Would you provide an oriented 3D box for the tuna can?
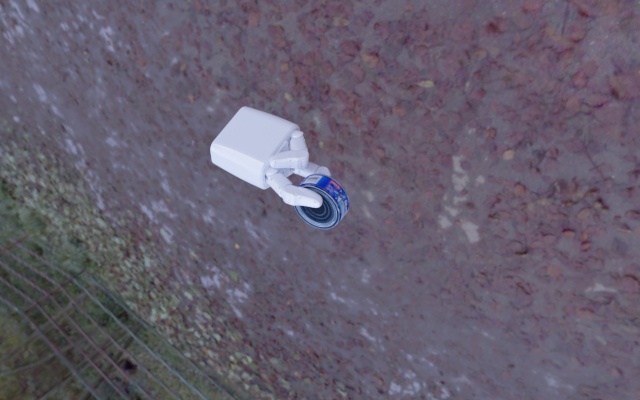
[{"bbox_3d":[0.000,0.003,0.742,0.086,0.086,0.033,0,34,35],"label":"tuna can"}]
